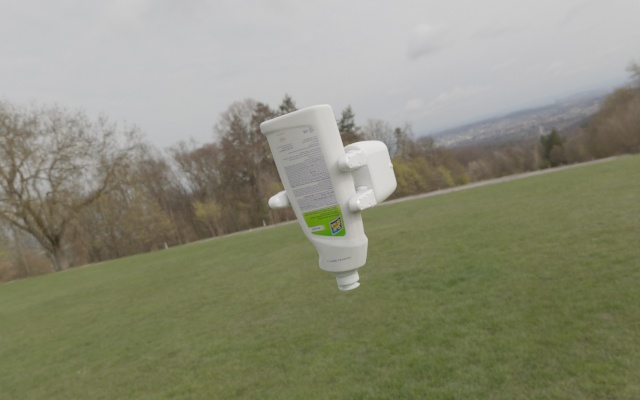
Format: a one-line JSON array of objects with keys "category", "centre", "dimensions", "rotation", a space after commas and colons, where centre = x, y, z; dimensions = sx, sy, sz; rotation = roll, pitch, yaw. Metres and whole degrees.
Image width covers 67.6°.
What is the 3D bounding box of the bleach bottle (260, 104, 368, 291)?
[{"category": "bleach bottle", "centre": [0.000, 0.002, 0.659], "dimensions": [0.102, 0.251, 0.068], "rotation": [-13, 6, 28]}]
